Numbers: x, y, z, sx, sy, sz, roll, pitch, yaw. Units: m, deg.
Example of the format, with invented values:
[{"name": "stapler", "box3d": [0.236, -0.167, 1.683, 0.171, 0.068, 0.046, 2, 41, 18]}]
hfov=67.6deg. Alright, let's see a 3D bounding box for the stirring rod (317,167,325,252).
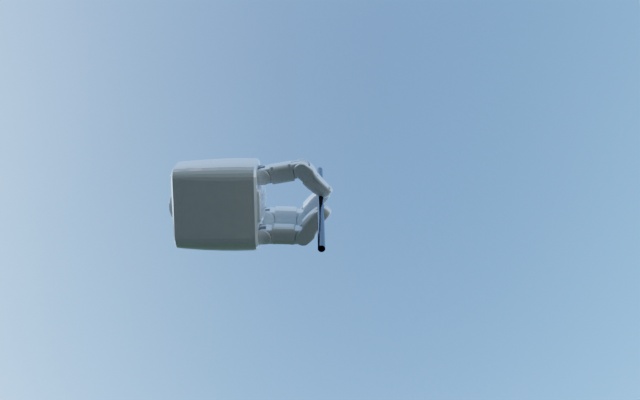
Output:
[{"name": "stirring rod", "box3d": [0.000, 0.002, 0.600, 0.011, 0.011, 0.239, 0, 23, -1]}]
